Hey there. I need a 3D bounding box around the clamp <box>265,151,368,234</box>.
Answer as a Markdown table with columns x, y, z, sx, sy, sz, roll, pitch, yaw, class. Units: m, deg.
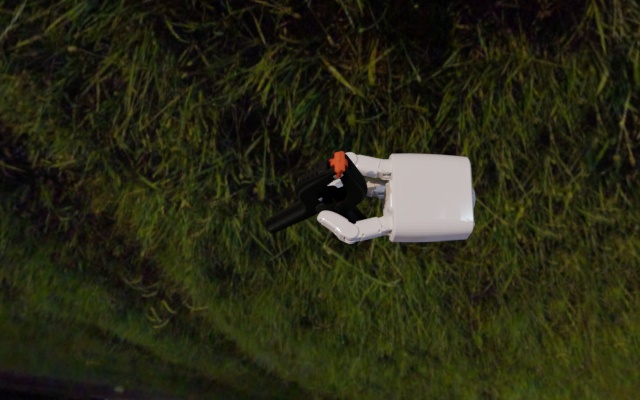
| x | y | z | sx | sy | sz | roll | pitch | yaw | class |
| --- | --- | --- | --- | --- | --- | --- | --- | --- | --- |
| 0.000 | 0.003 | 0.653 | 0.164 | 0.036 | 0.210 | -1 | -27 | -1 | clamp |
